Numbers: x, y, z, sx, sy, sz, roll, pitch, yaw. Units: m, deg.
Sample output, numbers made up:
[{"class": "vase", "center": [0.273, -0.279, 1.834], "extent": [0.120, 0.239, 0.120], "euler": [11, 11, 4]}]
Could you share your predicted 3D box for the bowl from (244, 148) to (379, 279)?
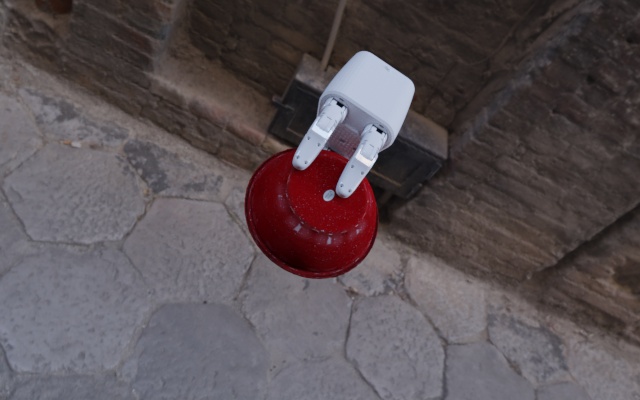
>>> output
[{"class": "bowl", "center": [0.000, 0.003, 0.527], "extent": [0.162, 0.162, 0.055], "euler": [0, -21, -19]}]
